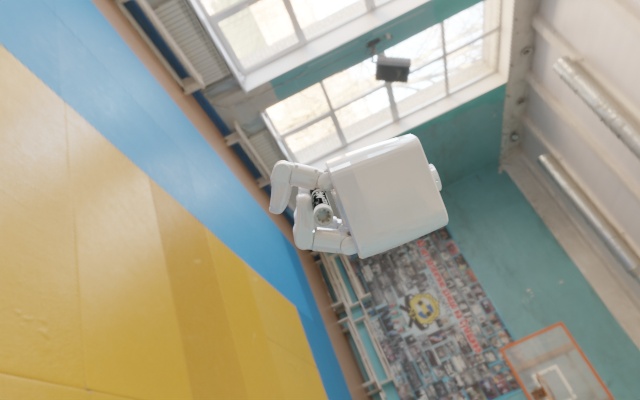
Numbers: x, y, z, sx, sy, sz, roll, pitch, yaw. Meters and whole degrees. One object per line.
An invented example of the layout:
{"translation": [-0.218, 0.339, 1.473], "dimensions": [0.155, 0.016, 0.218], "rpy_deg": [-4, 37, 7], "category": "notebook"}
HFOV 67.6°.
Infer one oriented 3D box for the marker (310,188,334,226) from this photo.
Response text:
{"translation": [0.000, 0.002, 0.505], "dimensions": [0.020, 0.020, 0.121], "rpy_deg": [0, 13, -3], "category": "marker"}
